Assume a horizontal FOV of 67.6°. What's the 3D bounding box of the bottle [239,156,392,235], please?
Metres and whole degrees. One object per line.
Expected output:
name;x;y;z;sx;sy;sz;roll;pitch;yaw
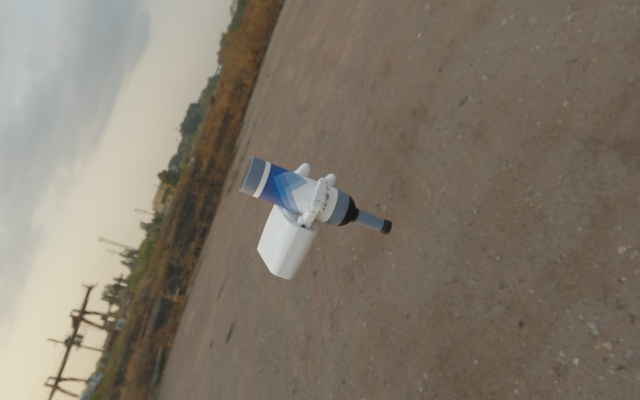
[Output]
bottle;0.000;0.003;0.886;0.296;0.069;0.069;21;-6;-16
